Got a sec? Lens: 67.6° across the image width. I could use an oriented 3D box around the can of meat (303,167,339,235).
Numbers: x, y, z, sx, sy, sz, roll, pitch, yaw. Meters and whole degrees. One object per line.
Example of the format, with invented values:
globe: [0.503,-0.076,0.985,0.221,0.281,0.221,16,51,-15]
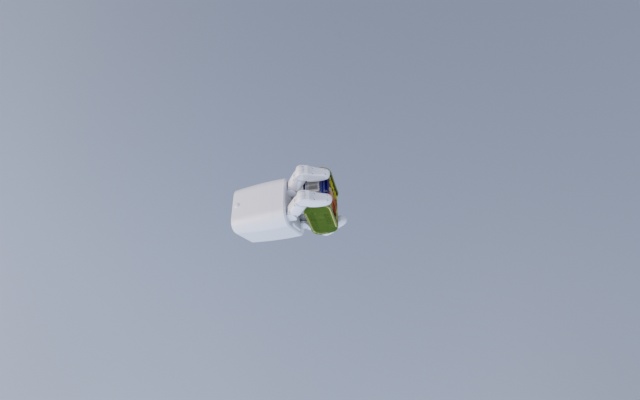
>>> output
can of meat: [0.000,0.003,0.884,0.057,0.084,0.102,-9,-36,10]
